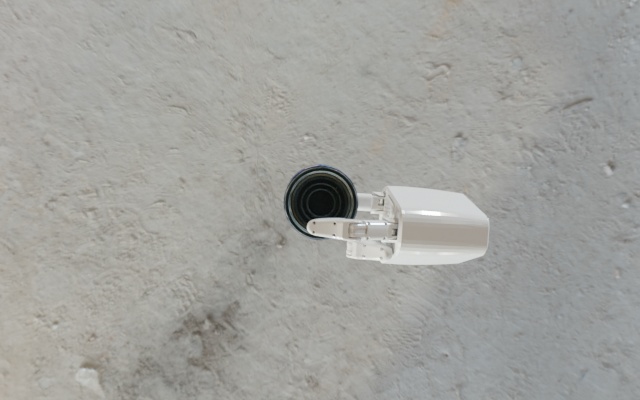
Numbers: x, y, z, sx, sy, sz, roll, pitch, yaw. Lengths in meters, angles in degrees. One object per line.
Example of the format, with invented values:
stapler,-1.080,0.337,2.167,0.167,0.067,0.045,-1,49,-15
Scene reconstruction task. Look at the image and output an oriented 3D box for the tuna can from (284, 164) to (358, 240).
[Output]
tuna can,0.000,0.002,0.548,0.086,0.086,0.034,0,6,-2
